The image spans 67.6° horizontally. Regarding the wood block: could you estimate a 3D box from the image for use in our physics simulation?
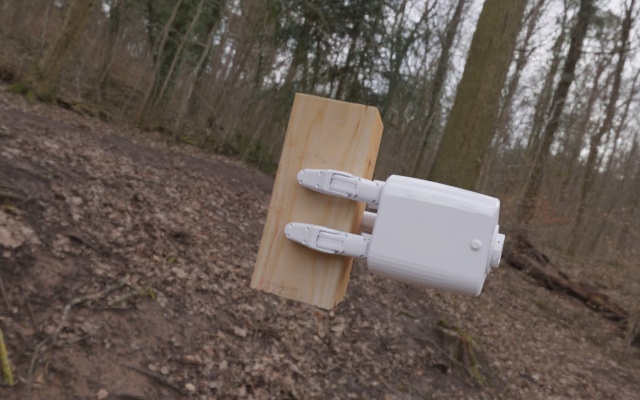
[{"bbox_3d":[0.001,0.002,0.523,0.090,0.206,0.091,13,-2,12],"label":"wood block"}]
